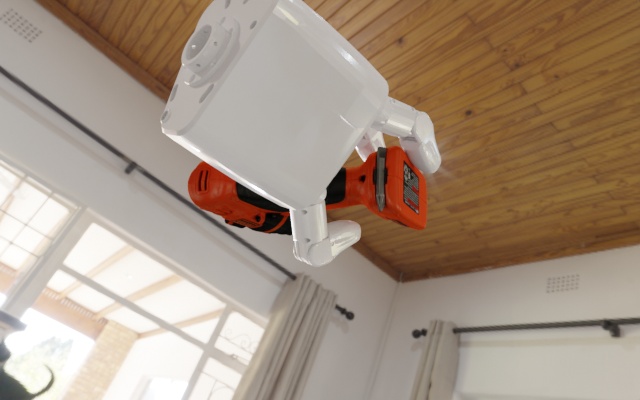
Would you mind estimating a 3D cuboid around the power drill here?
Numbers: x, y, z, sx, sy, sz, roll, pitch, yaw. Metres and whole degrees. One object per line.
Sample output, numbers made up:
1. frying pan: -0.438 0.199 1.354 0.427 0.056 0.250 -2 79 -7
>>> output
1. power drill: 0.000 0.001 0.449 0.187 0.057 0.184 -5 -13 23
